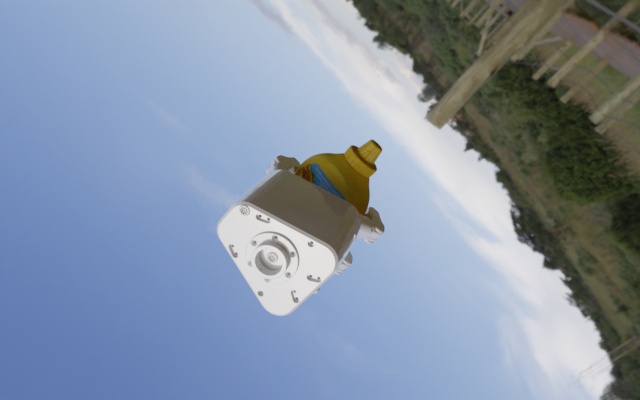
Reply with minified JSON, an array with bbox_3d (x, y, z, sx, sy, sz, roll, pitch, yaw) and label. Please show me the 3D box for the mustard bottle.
[{"bbox_3d":[0.000,0.002,0.562,0.192,0.096,0.058,-46,-22,22],"label":"mustard bottle"}]
